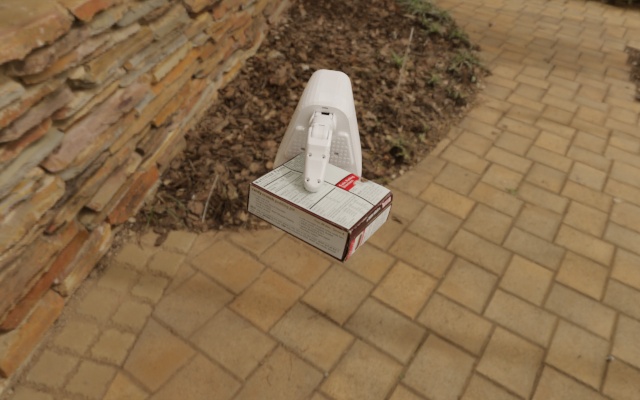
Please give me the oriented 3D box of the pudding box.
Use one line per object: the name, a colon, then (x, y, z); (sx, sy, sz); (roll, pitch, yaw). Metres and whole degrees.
pudding box: (0.000, 0.001, 0.457); (0.113, 0.039, 0.090); (24, 37, 24)
